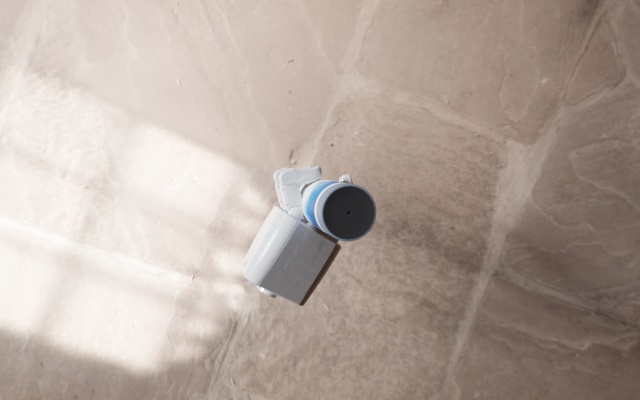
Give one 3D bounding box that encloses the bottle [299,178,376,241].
[{"bbox_3d":[0.000,0.002,0.688,0.069,0.069,0.295,0,5,-13],"label":"bottle"}]
